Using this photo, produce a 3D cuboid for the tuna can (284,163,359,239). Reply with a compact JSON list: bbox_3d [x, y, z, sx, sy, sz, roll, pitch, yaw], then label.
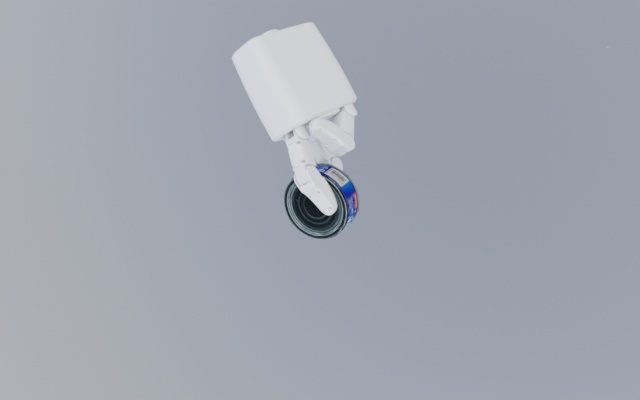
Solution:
[{"bbox_3d":[0.000,0.002,0.563,0.086,0.086,0.033,0,21,29],"label":"tuna can"}]
